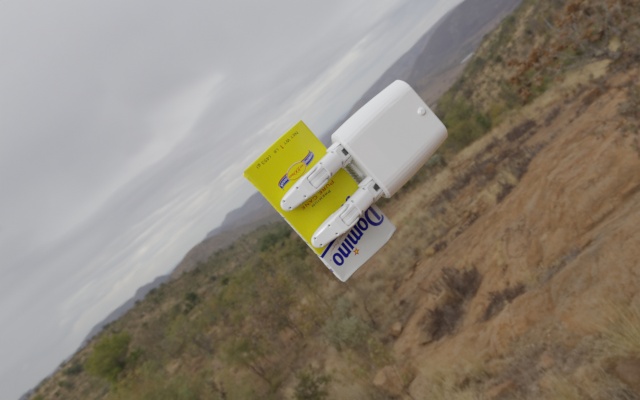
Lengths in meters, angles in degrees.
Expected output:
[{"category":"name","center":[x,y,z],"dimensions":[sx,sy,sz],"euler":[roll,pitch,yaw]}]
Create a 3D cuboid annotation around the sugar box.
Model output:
[{"category":"sugar box","center":[0.000,0.002,0.569],"dimensions":[0.093,0.176,0.048],"euler":[-44,6,-7]}]
